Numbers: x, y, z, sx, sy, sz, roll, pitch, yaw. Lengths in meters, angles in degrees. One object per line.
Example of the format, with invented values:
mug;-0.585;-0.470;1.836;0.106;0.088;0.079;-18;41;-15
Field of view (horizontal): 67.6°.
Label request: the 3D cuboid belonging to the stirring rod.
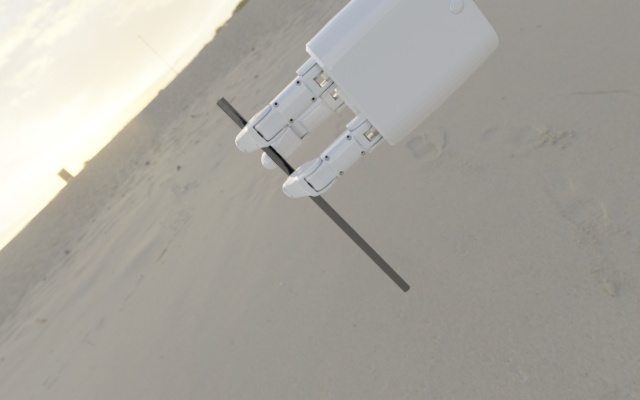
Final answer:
stirring rod;0.000;0.001;0.418;0.239;0.011;0.011;45;-16;-16
